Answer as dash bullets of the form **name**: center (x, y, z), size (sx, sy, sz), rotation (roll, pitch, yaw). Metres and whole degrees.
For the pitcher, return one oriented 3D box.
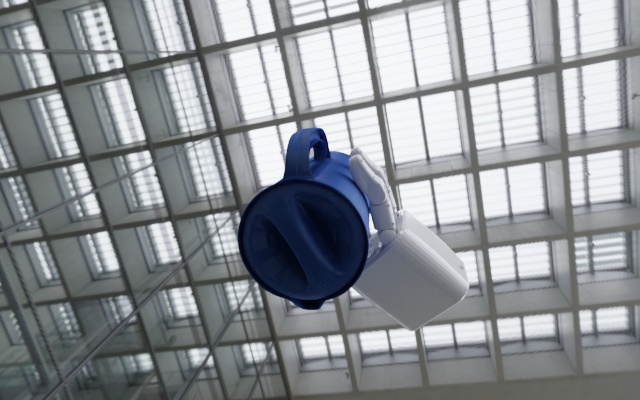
- **pitcher**: center (0.000, 0.002, 0.579), size (0.145, 0.149, 0.242), rotation (40, 19, -4)
